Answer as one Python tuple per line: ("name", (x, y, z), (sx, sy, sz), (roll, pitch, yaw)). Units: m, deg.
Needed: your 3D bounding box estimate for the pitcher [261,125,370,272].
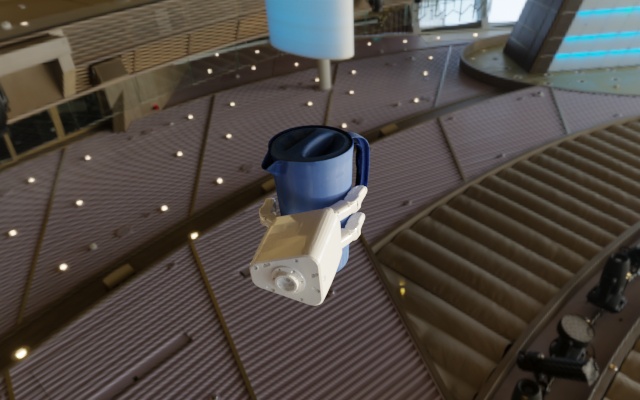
("pitcher", (0.000, 0.003, 0.803), (0.149, 0.243, 0.145), (5, 34, 13))
